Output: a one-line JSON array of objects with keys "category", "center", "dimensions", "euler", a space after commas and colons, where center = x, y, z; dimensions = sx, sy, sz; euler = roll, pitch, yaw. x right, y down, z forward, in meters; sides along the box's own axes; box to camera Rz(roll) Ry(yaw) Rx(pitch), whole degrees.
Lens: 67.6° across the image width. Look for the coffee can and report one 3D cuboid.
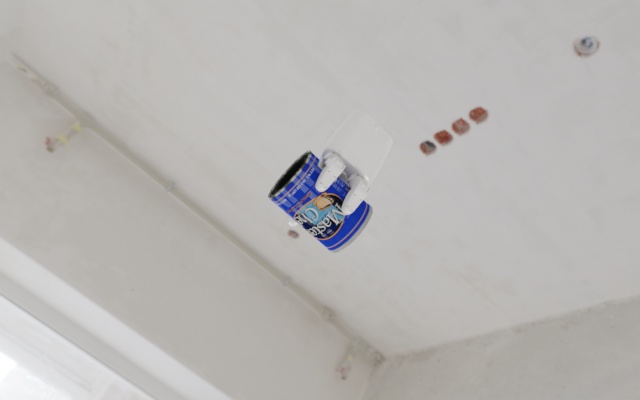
[{"category": "coffee can", "center": [0.000, 0.003, 0.779], "dimensions": [0.140, 0.103, 0.103], "euler": [42, -12, -14]}]
